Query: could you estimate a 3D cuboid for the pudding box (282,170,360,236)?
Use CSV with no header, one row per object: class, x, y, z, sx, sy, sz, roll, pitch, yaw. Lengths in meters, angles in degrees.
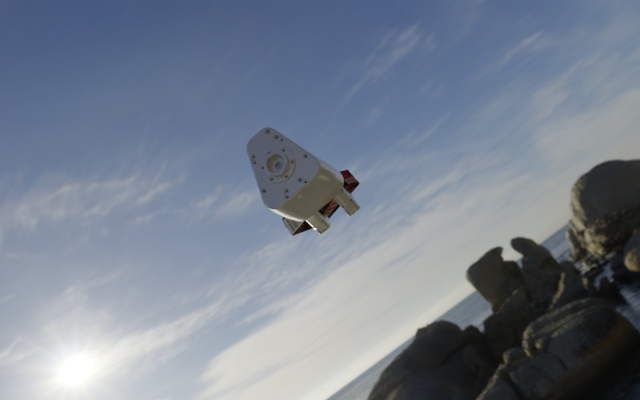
pudding box,0.000,0.002,0.784,0.090,0.039,0.113,-16,-26,-50
